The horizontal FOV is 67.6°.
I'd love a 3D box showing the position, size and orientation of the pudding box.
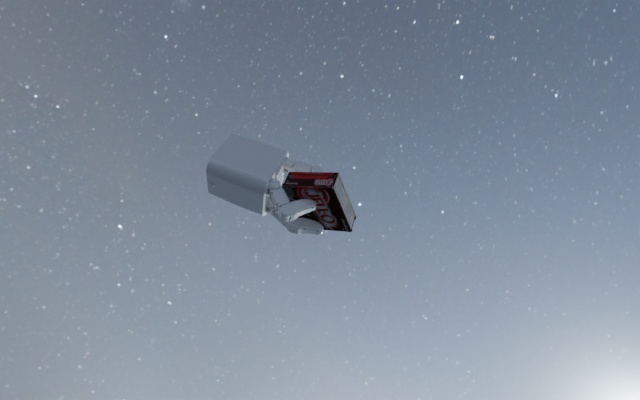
[{"bbox_3d":[0.000,0.002,0.778,0.090,0.039,0.114,3,-37,27],"label":"pudding box"}]
